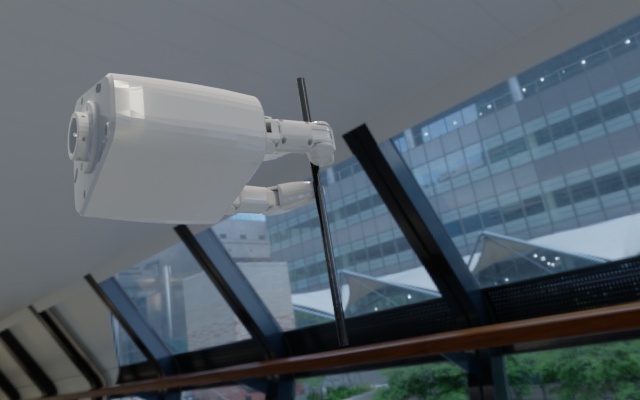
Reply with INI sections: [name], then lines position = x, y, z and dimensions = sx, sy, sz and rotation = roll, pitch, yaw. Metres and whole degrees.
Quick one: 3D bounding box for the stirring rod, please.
[stirring rod]
position = 0.000, 0.001, 0.414
dimensions = 0.011, 0.239, 0.011
rotation = -9, -16, -2
